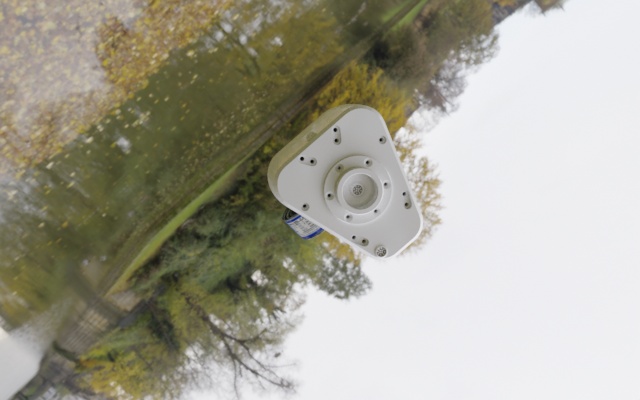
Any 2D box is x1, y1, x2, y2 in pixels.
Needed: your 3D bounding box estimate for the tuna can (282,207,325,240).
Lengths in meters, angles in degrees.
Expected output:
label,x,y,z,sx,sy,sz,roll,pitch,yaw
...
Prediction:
label,x,y,z,sx,sy,sz,roll,pitch,yaw
tuna can,0.000,0.002,0.521,0.086,0.034,0.086,-41,13,12
